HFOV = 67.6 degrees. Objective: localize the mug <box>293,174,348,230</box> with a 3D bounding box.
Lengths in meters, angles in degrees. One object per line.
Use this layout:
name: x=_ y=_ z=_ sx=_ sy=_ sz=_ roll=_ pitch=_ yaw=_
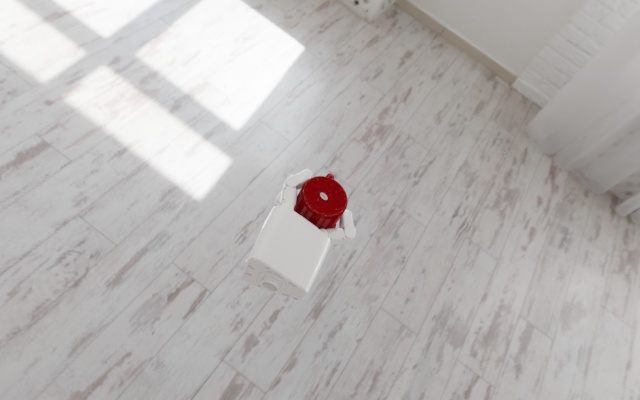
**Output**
mug: x=0.001 y=0.002 z=0.823 sx=0.093 sy=0.117 sz=0.081 roll=26 pitch=-36 yaw=-4
